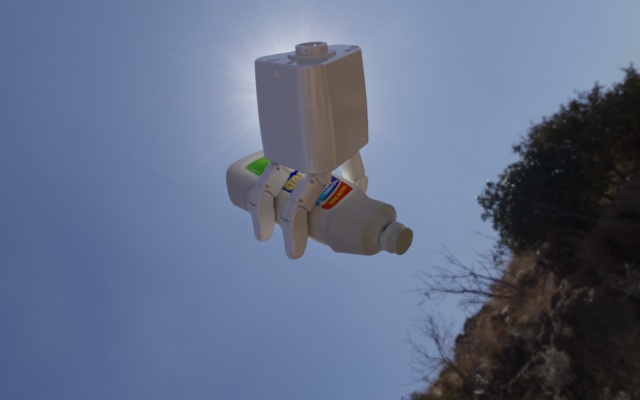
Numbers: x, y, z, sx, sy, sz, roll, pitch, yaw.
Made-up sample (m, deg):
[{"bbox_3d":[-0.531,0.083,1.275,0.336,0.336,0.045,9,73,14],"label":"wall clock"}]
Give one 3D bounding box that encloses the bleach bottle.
[{"bbox_3d":[0.000,0.002,0.543,0.102,0.068,0.250,-26,33,-36],"label":"bleach bottle"}]
